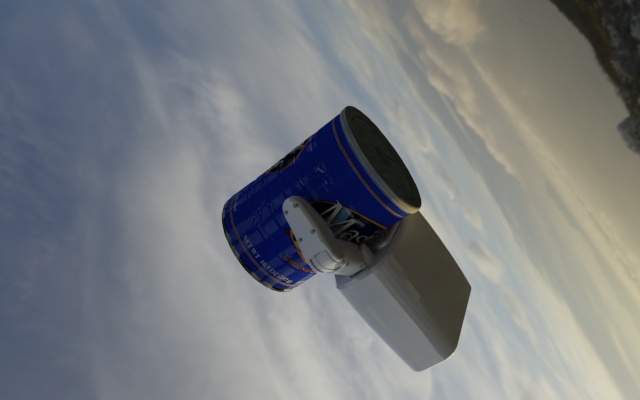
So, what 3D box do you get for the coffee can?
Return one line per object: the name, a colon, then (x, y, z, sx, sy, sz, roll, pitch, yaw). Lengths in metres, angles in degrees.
coffee can: (0.000, 0.001, 0.414, 0.140, 0.102, 0.103, -35, -15, 22)
